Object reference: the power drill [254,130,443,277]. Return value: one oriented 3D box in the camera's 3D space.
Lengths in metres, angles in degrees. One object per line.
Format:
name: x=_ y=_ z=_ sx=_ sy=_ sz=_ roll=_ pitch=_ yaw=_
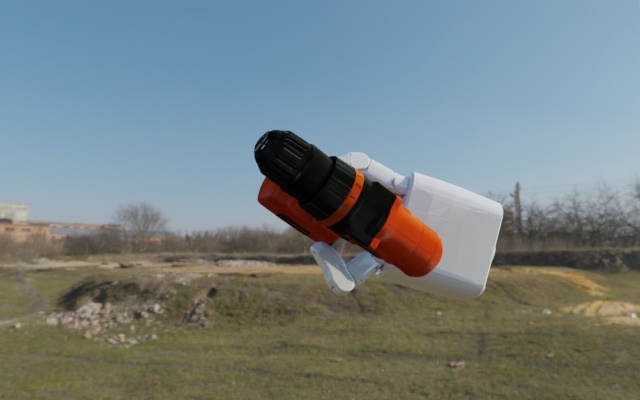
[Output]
power drill: x=0.000 y=0.002 z=0.450 sx=0.184 sy=0.057 sz=0.187 roll=36 pitch=-9 yaw=-19
